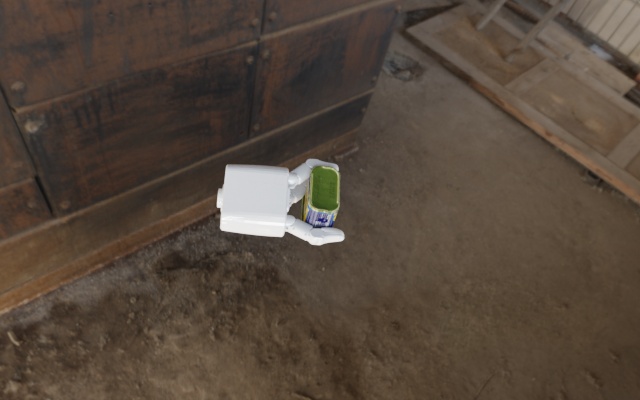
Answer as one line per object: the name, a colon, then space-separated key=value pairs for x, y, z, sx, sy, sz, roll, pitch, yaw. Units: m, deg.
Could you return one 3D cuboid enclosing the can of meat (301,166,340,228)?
can of meat: x=0.000 y=0.003 z=0.825 sx=0.057 sy=0.102 sz=0.084 roll=7 pitch=-37 yaw=-7
